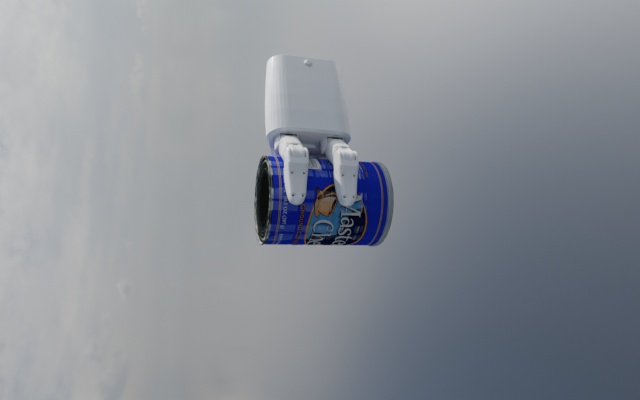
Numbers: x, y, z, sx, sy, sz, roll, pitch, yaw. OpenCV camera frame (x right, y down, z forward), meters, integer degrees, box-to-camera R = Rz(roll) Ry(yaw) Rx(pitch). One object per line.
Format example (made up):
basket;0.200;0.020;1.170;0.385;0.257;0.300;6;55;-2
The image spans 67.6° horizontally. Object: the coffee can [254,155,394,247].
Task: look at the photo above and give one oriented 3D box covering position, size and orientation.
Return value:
coffee can;0.000;0.002;0.557;0.140;0.103;0.103;2;-1;-17
